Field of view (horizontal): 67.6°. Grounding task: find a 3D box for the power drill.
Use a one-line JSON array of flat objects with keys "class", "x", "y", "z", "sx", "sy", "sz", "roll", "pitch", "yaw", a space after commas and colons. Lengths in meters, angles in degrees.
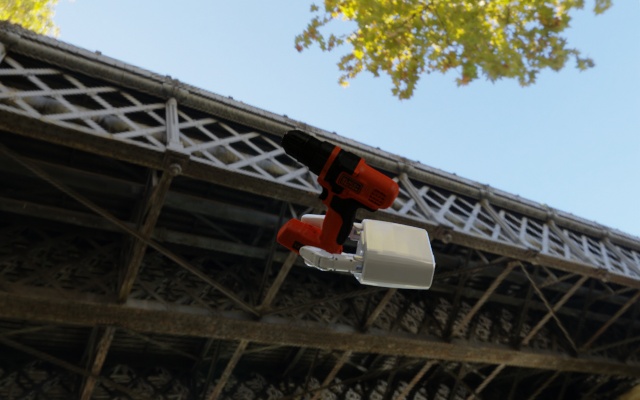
[{"class": "power drill", "x": 0.000, "y": 0.003, "z": 0.721, "sx": 0.184, "sy": 0.188, "sz": 0.057, "roll": 30, "pitch": 36, "yaw": 3}]
